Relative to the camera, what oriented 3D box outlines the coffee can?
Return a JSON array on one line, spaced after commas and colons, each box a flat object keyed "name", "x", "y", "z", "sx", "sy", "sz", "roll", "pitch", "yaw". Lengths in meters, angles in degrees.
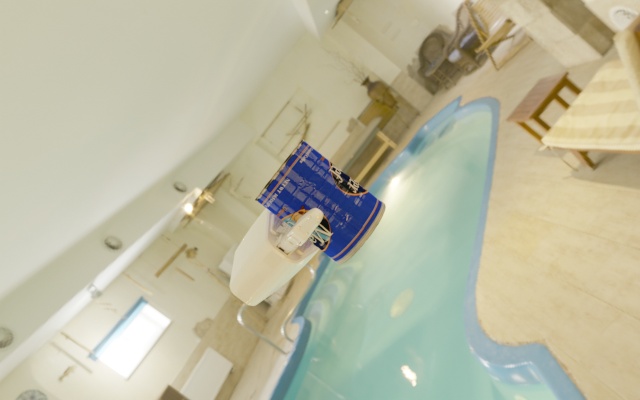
[{"name": "coffee can", "x": 0.000, "y": 0.002, "z": 0.632, "sx": 0.140, "sy": 0.103, "sz": 0.103, "roll": 38, "pitch": -4, "yaw": -6}]
